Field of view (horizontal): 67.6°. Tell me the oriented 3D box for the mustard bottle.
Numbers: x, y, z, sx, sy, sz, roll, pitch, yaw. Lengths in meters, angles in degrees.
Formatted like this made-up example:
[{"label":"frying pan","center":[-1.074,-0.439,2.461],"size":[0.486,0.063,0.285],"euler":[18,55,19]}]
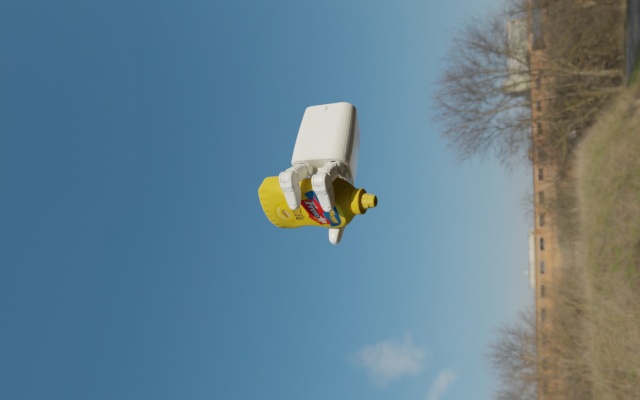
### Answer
[{"label":"mustard bottle","center":[0.000,0.003,0.770],"size":[0.191,0.096,0.058],"euler":[-2,40,28]}]
